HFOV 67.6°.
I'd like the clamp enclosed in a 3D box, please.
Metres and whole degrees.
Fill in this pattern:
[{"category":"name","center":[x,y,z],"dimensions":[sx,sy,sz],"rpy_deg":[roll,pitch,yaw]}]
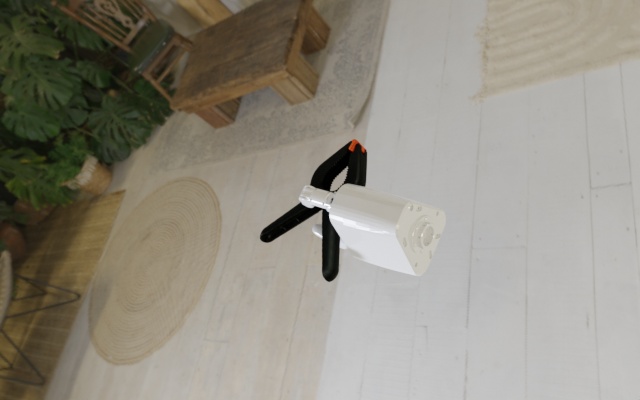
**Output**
[{"category":"clamp","center":[0.000,0.002,0.716],"dimensions":[0.164,0.210,0.036],"rpy_deg":[15,-15,41]}]
